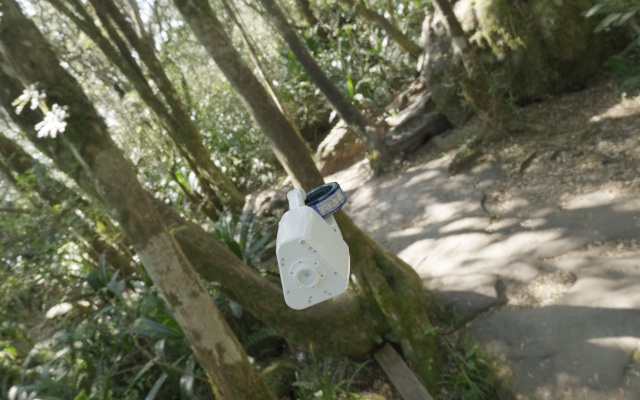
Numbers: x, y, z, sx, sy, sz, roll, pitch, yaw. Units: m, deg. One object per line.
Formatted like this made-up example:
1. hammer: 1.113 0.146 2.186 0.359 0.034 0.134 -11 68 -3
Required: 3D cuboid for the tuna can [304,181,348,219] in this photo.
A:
1. tuna can: 0.000 0.002 0.801 0.086 0.034 0.086 -27 15 8
